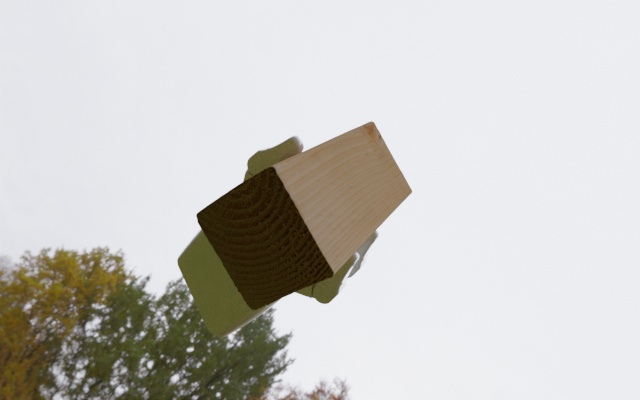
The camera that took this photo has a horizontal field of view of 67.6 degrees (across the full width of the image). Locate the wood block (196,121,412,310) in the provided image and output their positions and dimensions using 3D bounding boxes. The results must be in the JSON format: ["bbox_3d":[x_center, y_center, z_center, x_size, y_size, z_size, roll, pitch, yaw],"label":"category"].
[{"bbox_3d":[0.000,0.001,0.438,0.090,0.091,0.206,-29,3,31],"label":"wood block"}]
